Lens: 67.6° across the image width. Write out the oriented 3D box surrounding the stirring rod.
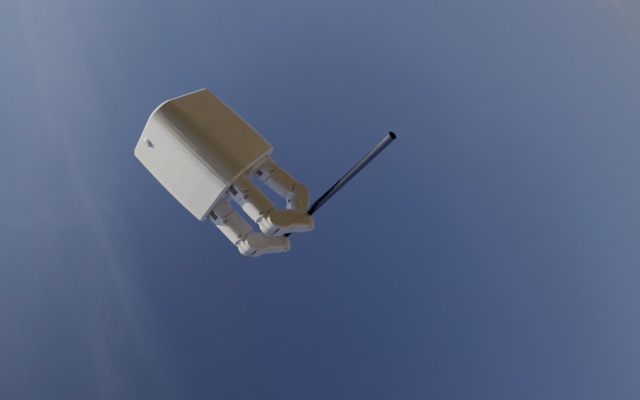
[{"bbox_3d":[0.000,0.002,0.501,0.011,0.011,0.240,0,-29,-37],"label":"stirring rod"}]
